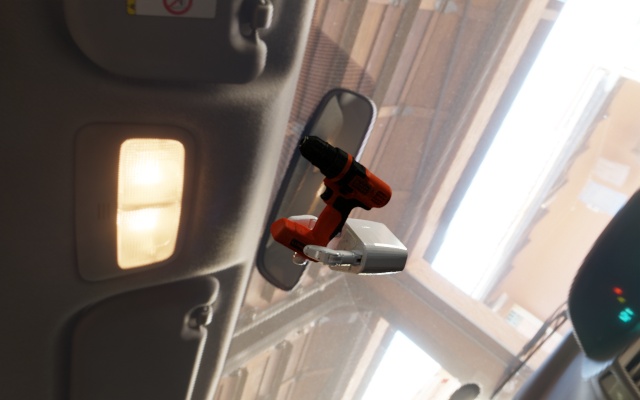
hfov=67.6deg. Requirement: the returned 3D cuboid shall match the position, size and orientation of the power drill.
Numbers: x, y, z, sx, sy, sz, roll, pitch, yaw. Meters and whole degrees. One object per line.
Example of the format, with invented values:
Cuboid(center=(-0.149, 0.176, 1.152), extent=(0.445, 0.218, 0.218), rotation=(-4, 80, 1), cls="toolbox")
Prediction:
Cuboid(center=(0.000, 0.003, 0.796), extent=(0.184, 0.188, 0.057), rotation=(33, 20, -22), cls="power drill")
